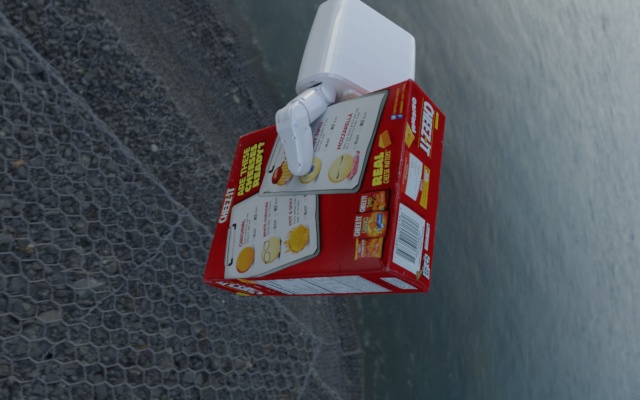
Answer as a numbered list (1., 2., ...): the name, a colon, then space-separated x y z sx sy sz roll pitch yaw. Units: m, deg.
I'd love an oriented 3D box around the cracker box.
1. cracker box: 0.000 0.001 0.437 0.214 0.164 0.072 -11 -31 40
